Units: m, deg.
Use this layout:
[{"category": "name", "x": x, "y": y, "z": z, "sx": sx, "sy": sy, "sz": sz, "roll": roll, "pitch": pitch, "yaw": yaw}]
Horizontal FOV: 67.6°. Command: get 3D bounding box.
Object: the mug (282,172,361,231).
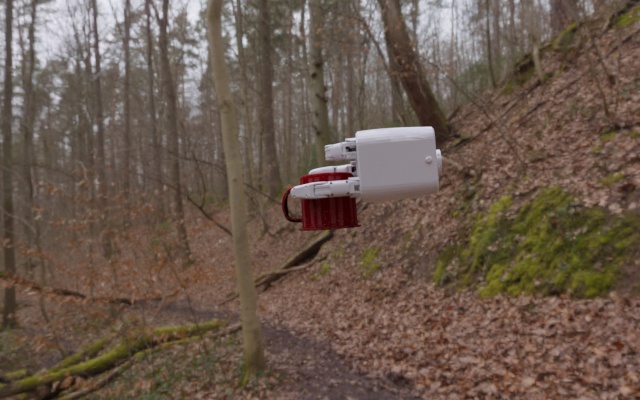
[{"category": "mug", "x": -0.001, "y": 0.002, "z": 0.717, "sx": 0.117, "sy": 0.081, "sz": 0.093, "roll": -4, "pitch": -2, "yaw": 6}]
